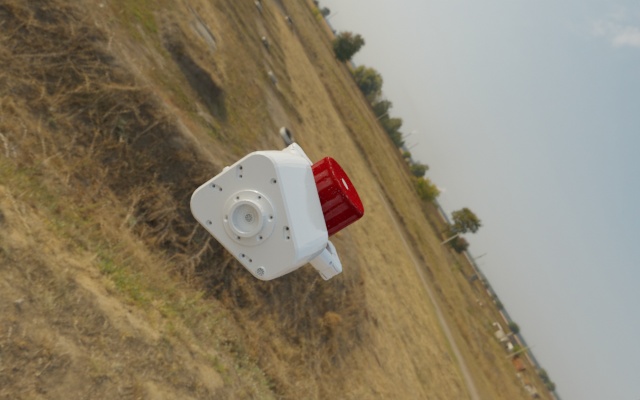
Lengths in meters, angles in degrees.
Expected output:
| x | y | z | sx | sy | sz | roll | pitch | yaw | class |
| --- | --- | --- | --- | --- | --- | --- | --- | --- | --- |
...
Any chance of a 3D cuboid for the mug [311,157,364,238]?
| x | y | z | sx | sy | sz | roll | pitch | yaw | class |
| --- | --- | --- | --- | --- | --- | --- | --- | --- | --- |
| 0.001 | 0.002 | 0.568 | 0.081 | 0.093 | 0.117 | -31 | -4 | 13 | mug |
